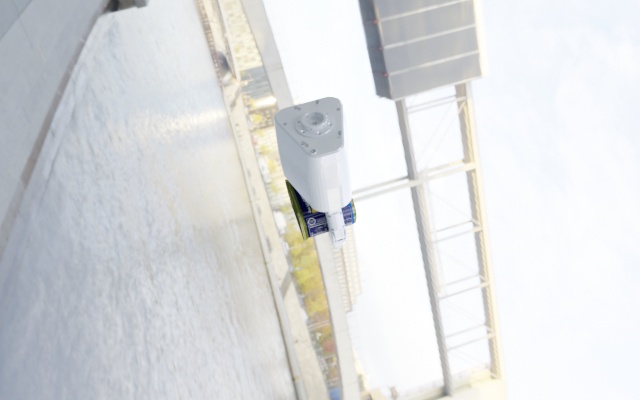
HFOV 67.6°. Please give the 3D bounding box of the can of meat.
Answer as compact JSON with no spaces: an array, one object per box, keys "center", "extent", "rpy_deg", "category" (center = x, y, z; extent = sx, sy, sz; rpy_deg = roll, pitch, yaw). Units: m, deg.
[{"center":[0.000,0.002,0.719],"extent":[0.084,0.102,0.057],"rpy_deg":[-17,-42,-6],"category":"can of meat"}]
